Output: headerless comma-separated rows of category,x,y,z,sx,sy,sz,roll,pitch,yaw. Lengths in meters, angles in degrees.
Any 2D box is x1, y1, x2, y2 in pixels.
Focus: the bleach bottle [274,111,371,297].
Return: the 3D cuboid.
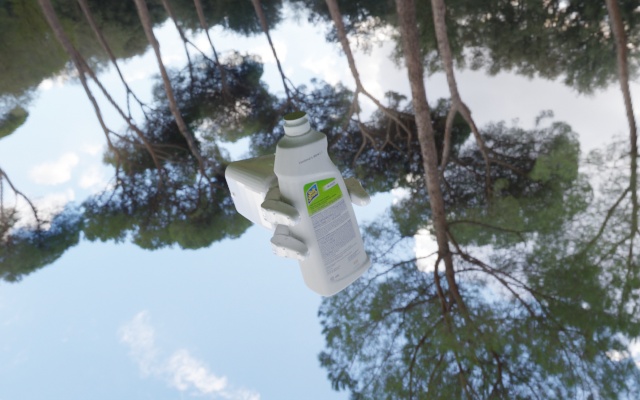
bleach bottle,0.000,0.002,0.629,0.102,0.251,0.068,-33,35,-31
